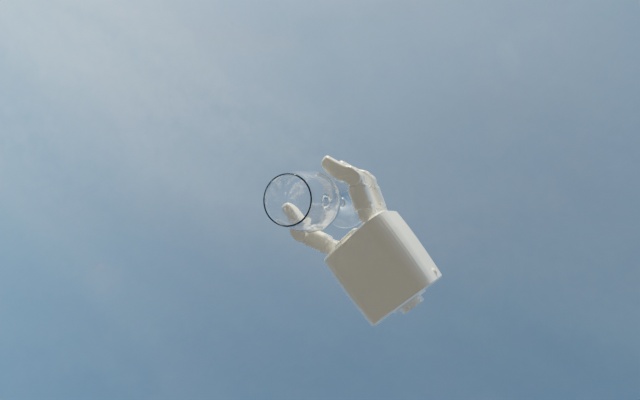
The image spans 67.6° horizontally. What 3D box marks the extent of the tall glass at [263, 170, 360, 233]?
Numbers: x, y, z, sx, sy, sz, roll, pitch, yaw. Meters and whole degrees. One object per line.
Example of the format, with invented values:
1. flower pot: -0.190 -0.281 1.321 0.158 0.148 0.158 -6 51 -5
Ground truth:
1. tall glass: 0.000 0.002 0.631 0.079 0.079 0.201 0 -2 23
